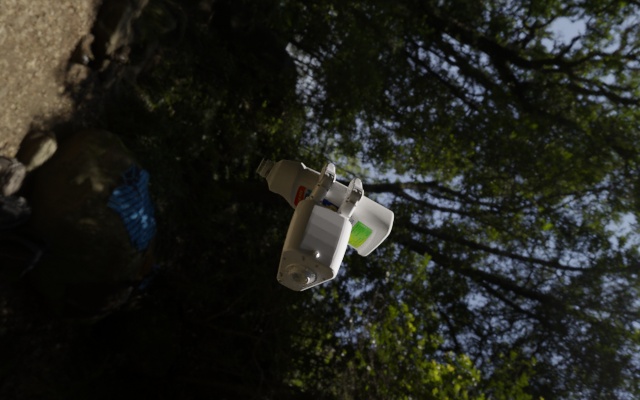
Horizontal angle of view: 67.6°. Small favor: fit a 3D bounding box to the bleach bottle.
[{"bbox_3d":[0.000,0.003,0.850,0.251,0.068,0.103,29,-43,-10],"label":"bleach bottle"}]
